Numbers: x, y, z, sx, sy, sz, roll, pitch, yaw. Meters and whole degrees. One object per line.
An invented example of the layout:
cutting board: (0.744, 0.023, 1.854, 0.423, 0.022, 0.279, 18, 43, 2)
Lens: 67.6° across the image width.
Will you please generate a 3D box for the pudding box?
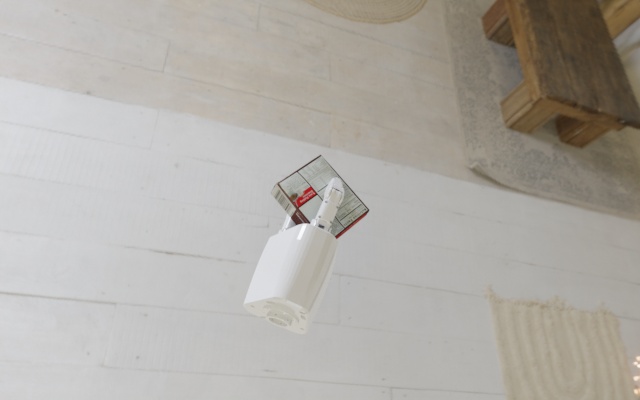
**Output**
pudding box: (0.000, 0.002, 0.679, 0.090, 0.113, 0.039, -35, -8, -30)
